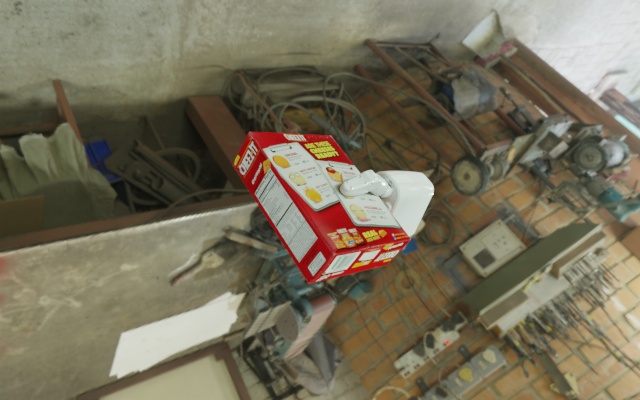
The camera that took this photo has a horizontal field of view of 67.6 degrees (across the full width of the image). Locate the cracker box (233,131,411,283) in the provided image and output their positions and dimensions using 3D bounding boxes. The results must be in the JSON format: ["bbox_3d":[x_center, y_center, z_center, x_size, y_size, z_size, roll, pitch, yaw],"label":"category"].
[{"bbox_3d":[0.000,0.002,0.661,0.164,0.213,0.072,-5,-40,-47],"label":"cracker box"}]
